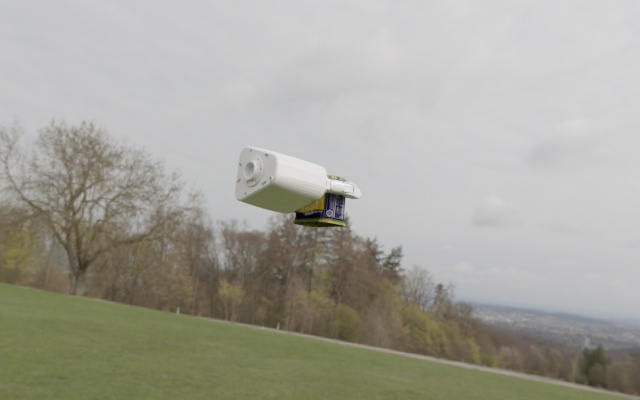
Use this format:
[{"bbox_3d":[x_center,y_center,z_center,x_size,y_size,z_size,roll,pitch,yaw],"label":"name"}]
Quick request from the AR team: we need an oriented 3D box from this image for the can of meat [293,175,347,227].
[{"bbox_3d":[0.000,0.002,0.861,0.057,0.084,0.102,13,-12,-40],"label":"can of meat"}]
